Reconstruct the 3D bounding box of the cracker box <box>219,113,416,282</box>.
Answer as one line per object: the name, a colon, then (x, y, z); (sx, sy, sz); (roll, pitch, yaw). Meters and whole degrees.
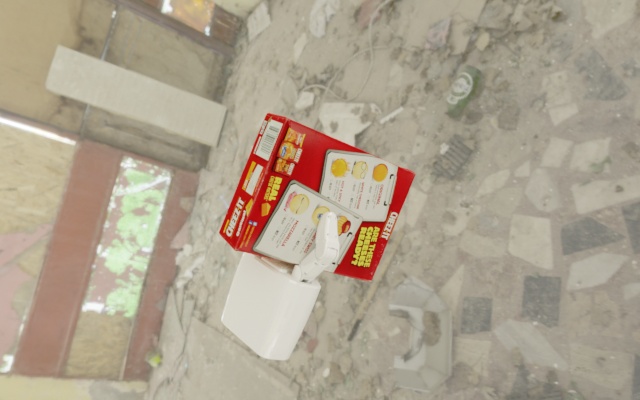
cracker box: (0.000, 0.002, 0.617); (0.214, 0.164, 0.072); (18, 7, -34)
